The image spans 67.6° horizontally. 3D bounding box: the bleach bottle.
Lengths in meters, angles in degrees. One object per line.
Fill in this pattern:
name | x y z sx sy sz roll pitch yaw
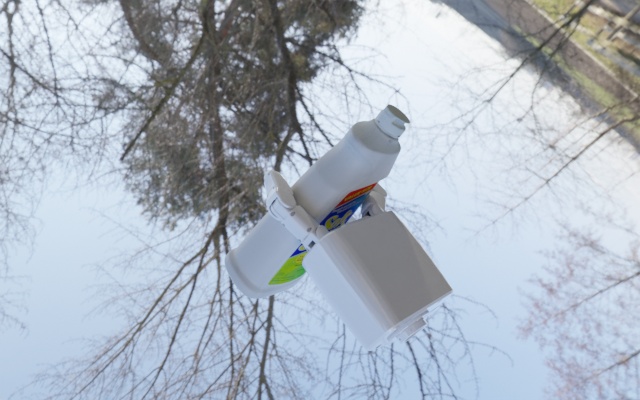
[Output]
bleach bottle | 0.000 0.002 0.513 0.102 0.068 0.251 -5 -39 -53
